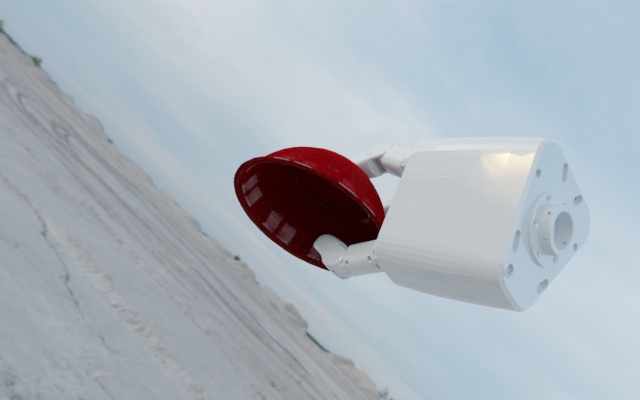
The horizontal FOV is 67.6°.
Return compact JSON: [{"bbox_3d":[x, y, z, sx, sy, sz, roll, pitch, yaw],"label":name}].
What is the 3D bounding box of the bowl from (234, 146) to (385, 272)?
[{"bbox_3d":[-0.001,0.001,0.456,0.162,0.055,0.162,22,-33,15],"label":"bowl"}]
